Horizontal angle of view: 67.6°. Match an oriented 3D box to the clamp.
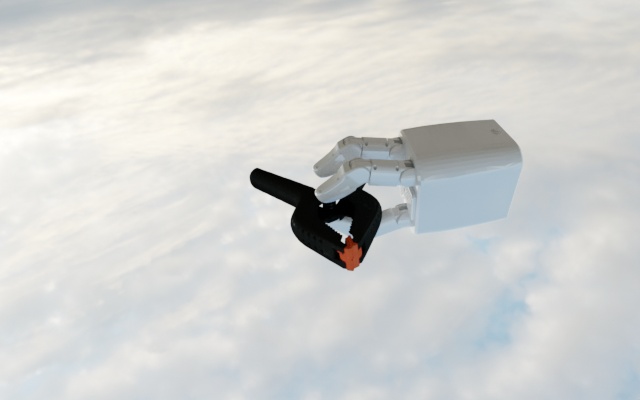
[{"bbox_3d":[0.000,0.003,0.519,0.164,0.036,0.209,-10,32,1],"label":"clamp"}]
